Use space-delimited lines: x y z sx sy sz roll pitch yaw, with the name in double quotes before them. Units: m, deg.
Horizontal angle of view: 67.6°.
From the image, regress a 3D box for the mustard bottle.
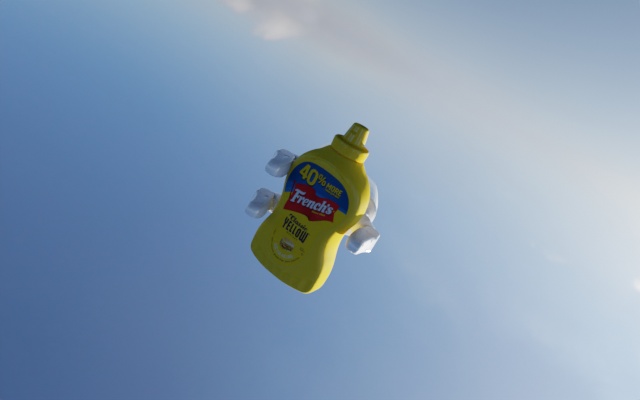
"mustard bottle" 0.000 0.002 0.528 0.096 0.192 0.058 37 20 22
